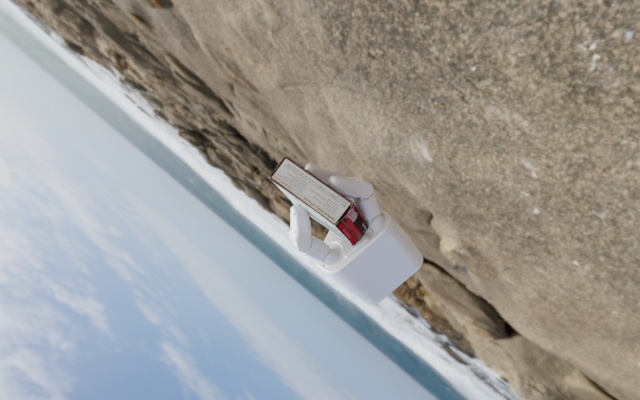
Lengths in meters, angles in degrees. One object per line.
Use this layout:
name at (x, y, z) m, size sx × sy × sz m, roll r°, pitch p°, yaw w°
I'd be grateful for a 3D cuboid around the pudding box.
pudding box at (0.000, 0.002, 0.589) m, size 0.113 × 0.039 × 0.090 m, roll 33°, pitch -8°, yaw 26°
